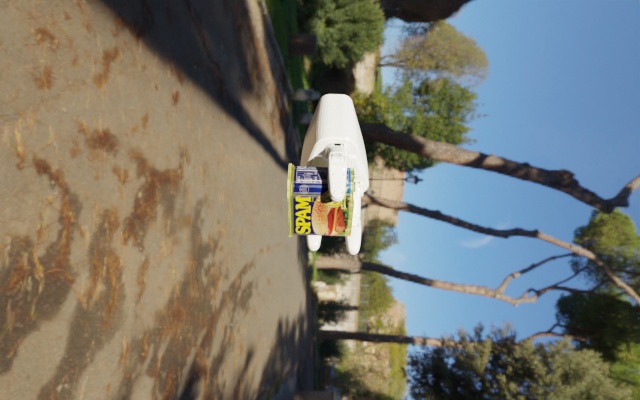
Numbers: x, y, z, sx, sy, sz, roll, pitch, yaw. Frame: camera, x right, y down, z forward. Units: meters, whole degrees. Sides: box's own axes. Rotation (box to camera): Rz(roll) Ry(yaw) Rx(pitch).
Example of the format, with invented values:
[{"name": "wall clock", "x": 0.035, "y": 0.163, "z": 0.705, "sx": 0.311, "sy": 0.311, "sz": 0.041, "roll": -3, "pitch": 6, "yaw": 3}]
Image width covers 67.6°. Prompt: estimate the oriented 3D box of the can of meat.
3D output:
[{"name": "can of meat", "x": 0.000, "y": 0.002, "z": 0.626, "sx": 0.084, "sy": 0.102, "sz": 0.057, "roll": 1, "pitch": 44, "yaw": -1}]
